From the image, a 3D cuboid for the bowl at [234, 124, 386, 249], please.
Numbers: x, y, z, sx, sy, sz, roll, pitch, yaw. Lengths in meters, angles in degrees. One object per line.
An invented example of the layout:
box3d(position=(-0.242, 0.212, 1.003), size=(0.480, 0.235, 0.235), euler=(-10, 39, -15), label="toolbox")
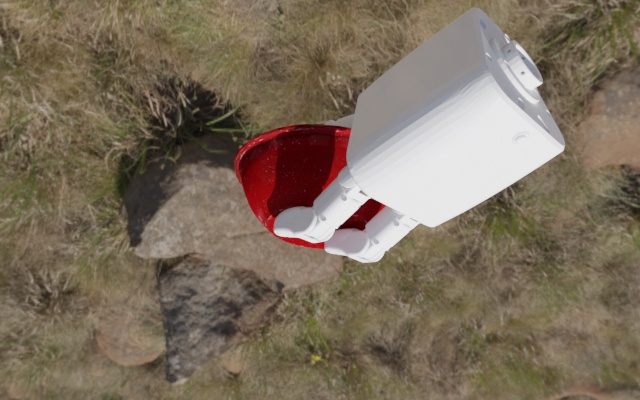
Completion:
box3d(position=(-0.001, 0.002, 0.425), size=(0.162, 0.055, 0.162), euler=(4, -27, 2), label="bowl")
